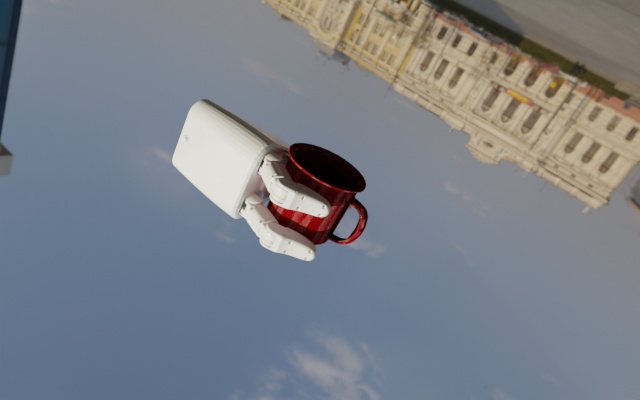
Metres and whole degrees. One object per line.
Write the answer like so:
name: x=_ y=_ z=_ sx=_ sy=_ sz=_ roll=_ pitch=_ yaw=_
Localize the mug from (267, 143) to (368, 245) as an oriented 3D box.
mug: x=0.001 y=0.003 z=0.526 sx=0.117 sy=0.081 sz=0.093 roll=37 pitch=26 yaw=18
